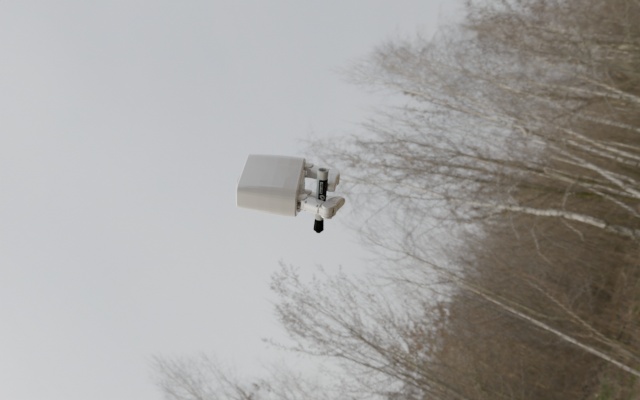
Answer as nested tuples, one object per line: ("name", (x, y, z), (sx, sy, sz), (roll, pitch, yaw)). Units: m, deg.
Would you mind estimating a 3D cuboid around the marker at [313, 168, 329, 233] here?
("marker", (0.000, 0.003, 0.816), (0.020, 0.121, 0.020), (4, 28, -2))
